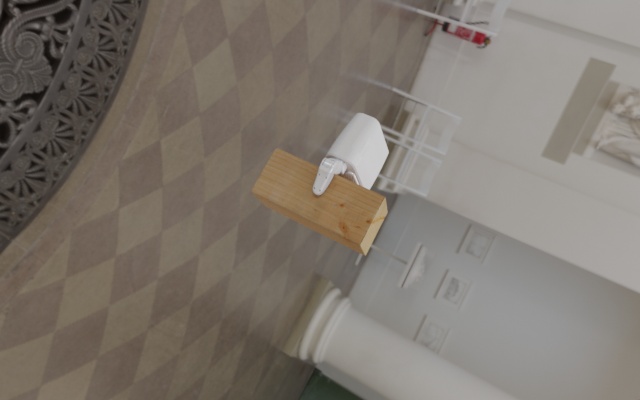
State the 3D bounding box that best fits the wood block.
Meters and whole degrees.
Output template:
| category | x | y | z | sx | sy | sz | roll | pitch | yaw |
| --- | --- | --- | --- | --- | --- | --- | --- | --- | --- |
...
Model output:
| category | x | y | z | sx | sy | sz | roll | pitch | yaw |
| --- | --- | --- | --- | --- | --- | --- | --- | --- | --- |
| wood block | 0.000 | 0.002 | 0.813 | 0.206 | 0.090 | 0.091 | 25 | -12 | 17 |
